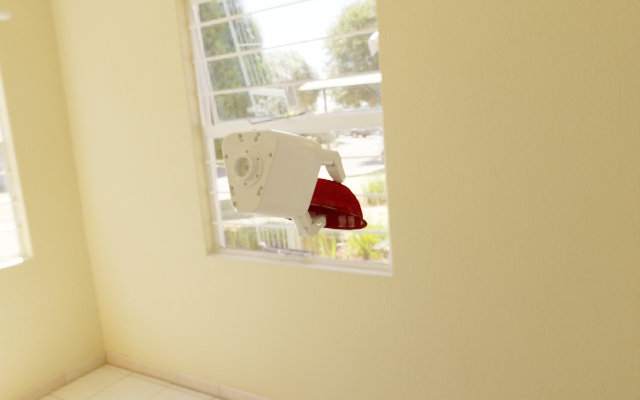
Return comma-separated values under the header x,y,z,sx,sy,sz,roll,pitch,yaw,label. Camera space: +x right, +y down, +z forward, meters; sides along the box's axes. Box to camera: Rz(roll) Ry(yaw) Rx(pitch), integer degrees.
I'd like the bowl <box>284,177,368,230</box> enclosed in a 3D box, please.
x,y,z,sx,sy,sz,roll,pitch,yaw,label
0.001,0.002,0.771,0.162,0.055,0.162,10,-14,3,bowl
